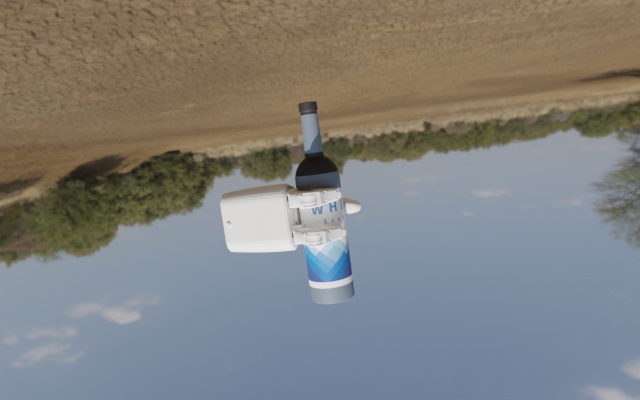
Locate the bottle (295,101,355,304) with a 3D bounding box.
[{"bbox_3d":[0.000,0.003,0.713,0.069,0.296,0.069,-8,7,1],"label":"bottle"}]
